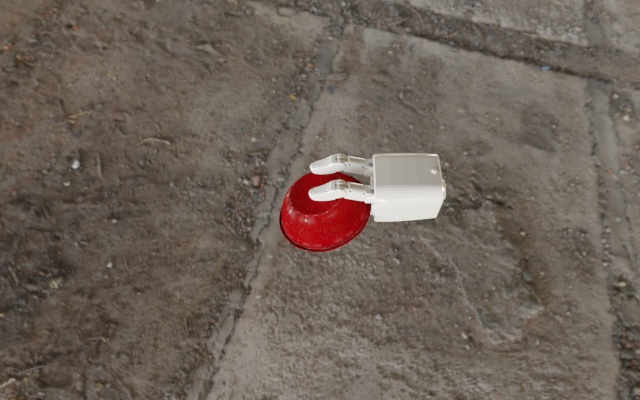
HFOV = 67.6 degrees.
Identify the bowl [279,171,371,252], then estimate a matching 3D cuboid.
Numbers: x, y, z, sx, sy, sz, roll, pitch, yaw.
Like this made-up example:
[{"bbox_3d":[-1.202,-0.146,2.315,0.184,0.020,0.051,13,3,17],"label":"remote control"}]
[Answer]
[{"bbox_3d":[-0.001,0.003,0.787,0.162,0.162,0.055,0,-35,19],"label":"bowl"}]
